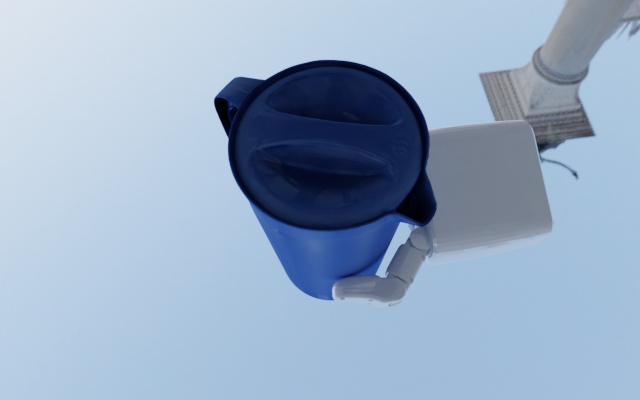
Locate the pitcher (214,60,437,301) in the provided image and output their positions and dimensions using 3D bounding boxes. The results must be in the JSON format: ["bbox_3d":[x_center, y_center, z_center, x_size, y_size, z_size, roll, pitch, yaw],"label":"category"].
[{"bbox_3d":[0.000,0.001,0.419,0.145,0.149,0.243,-9,-25,-3],"label":"pitcher"}]
